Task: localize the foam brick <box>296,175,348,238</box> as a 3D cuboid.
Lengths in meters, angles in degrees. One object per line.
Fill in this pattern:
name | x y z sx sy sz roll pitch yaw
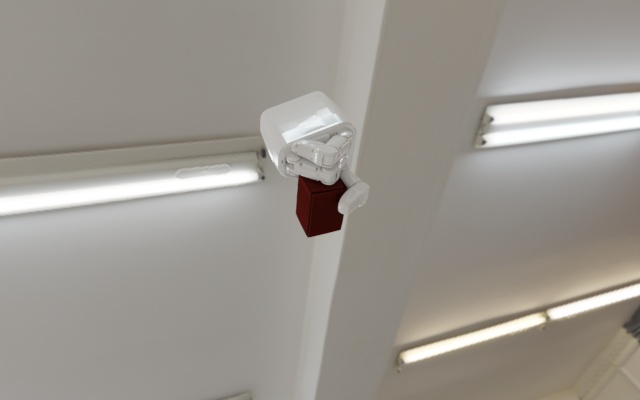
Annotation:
foam brick | 0.000 0.002 0.658 0.053 0.078 0.051 -10 41 -21
